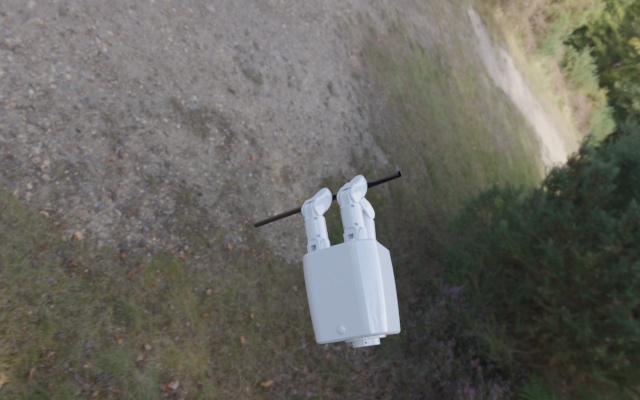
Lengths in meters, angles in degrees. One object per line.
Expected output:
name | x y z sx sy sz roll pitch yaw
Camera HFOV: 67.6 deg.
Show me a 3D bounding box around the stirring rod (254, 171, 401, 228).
stirring rod | 0.000 0.002 0.643 0.239 0.011 0.011 -20 -11 32
